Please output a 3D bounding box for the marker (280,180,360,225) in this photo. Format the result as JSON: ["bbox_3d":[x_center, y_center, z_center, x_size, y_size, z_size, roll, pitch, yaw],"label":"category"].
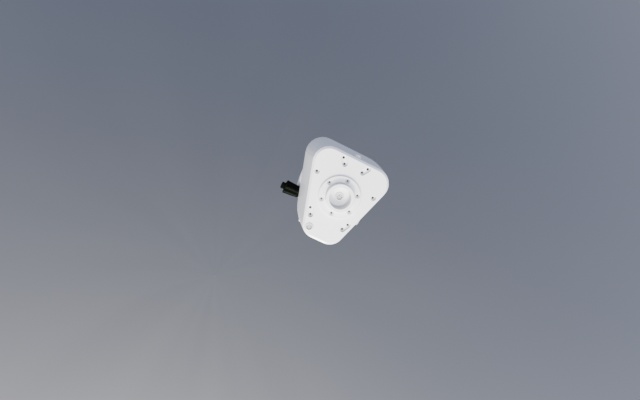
[{"bbox_3d":[0.000,0.002,0.672,0.121,0.020,0.020,24,-4,-8],"label":"marker"}]
